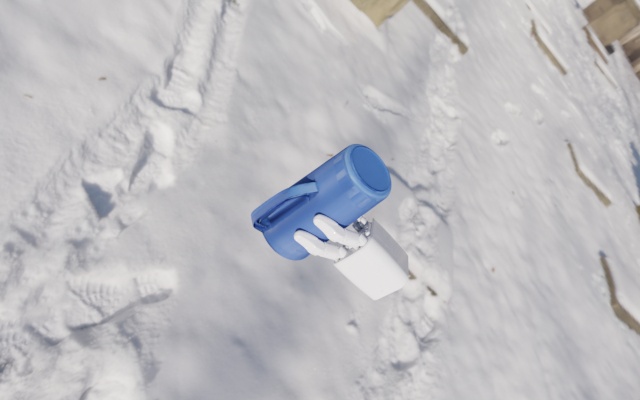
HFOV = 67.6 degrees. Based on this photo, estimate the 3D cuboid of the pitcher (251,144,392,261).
[{"bbox_3d":[0.000,0.003,0.855,0.243,0.145,0.149,-36,12,39],"label":"pitcher"}]
